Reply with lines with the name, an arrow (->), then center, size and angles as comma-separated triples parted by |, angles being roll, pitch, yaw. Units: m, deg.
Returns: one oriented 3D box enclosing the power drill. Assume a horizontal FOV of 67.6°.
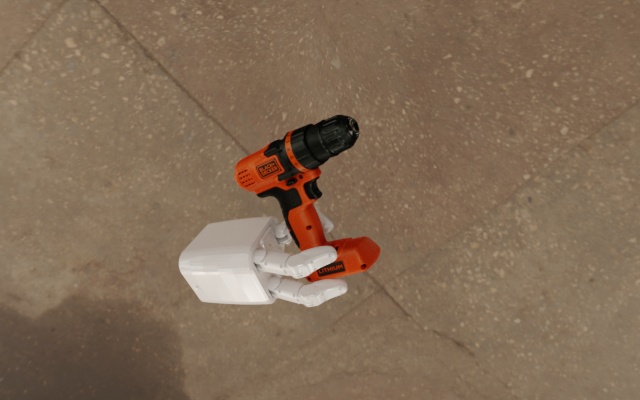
power drill -> 0.000, 0.002, 0.587 | 0.184, 0.188, 0.057 | -19, 14, 37
